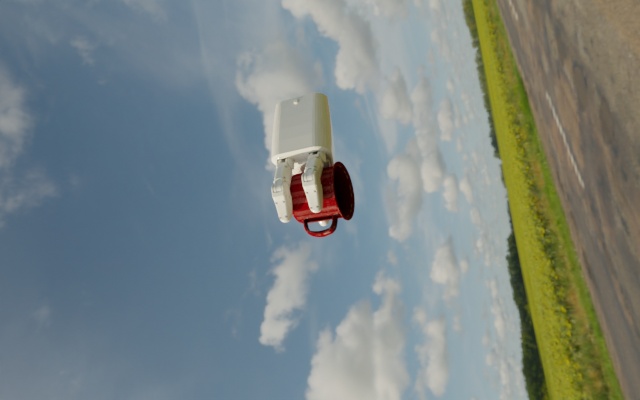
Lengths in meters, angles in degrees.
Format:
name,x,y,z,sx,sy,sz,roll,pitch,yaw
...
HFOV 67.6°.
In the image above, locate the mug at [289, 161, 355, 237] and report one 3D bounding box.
name,x,y,z,sx,sy,sz,roll,pitch,yaw
mug,0.000,0.004,0.746,0.081,0.117,0.093,-10,-26,22
